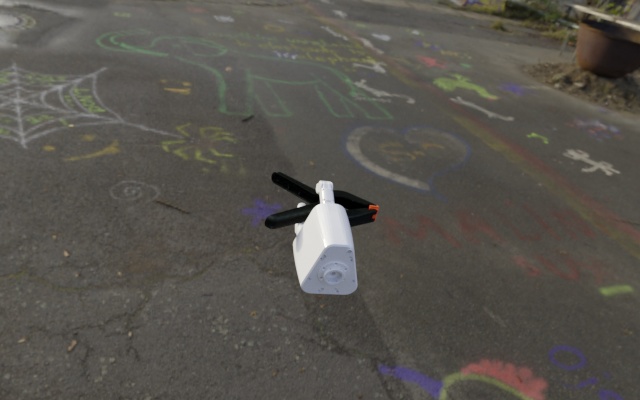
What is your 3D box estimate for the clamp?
[{"bbox_3d":[0.001,0.002,0.875,0.210,0.036,0.164,5,35,-12],"label":"clamp"}]
